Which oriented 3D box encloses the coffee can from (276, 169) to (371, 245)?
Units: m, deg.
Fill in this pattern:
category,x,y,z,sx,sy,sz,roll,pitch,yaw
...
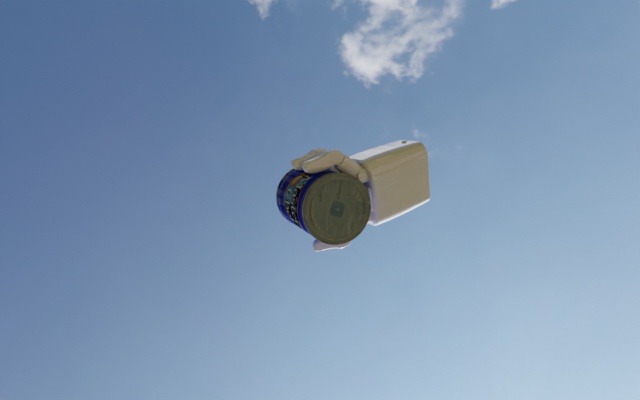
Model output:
category,x,y,z,sx,sy,sz,roll,pitch,yaw
coffee can,0.000,0.003,0.726,0.103,0.103,0.140,0,9,-21
